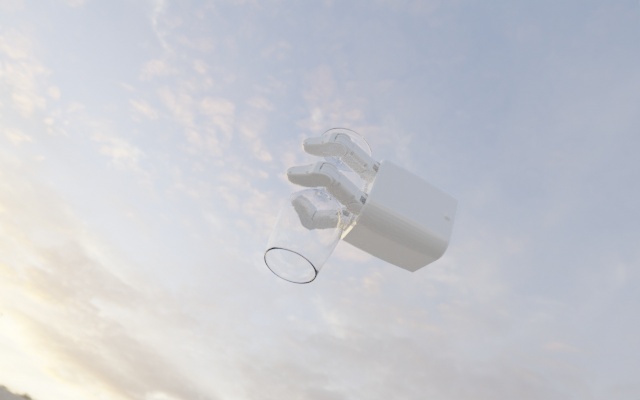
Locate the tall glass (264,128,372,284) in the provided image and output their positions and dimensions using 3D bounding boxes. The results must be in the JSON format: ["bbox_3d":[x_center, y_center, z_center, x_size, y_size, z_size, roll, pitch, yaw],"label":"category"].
[{"bbox_3d":[0.000,0.001,0.576,0.079,0.079,0.201,0,44,28],"label":"tall glass"}]
